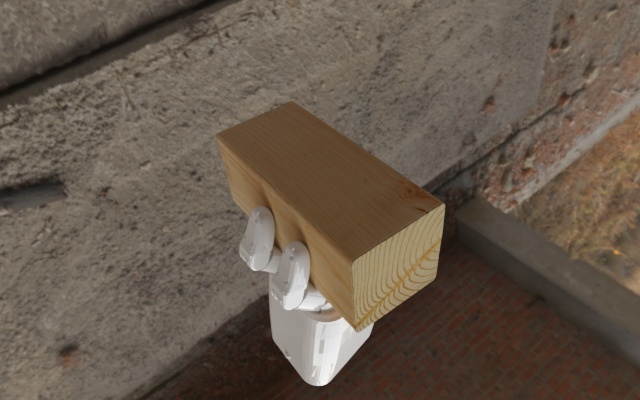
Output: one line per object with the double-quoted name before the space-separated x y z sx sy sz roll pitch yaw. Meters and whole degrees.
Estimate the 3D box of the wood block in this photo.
"wood block" 0.000 0.002 0.427 0.091 0.090 0.206 -29 46 -23
